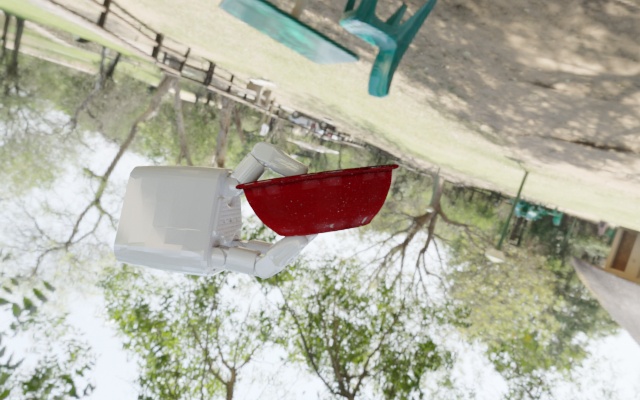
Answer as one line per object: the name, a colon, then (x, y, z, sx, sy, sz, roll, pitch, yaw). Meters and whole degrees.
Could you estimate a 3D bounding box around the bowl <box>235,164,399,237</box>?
bowl: (0.001, 0.002, 0.471, 0.162, 0.055, 0.162, -8, 1, 0)
